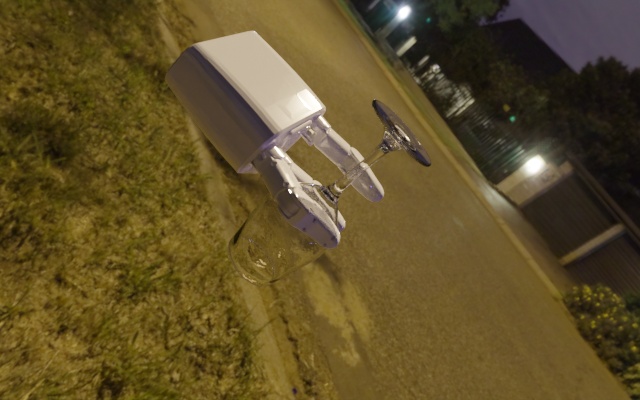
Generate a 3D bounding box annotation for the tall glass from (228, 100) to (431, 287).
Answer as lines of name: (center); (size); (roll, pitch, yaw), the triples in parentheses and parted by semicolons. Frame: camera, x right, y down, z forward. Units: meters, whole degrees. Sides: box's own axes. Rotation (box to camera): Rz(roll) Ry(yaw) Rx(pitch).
tall glass: (0.001, 0.001, 0.444); (0.201, 0.079, 0.079); (-41, -18, 22)
